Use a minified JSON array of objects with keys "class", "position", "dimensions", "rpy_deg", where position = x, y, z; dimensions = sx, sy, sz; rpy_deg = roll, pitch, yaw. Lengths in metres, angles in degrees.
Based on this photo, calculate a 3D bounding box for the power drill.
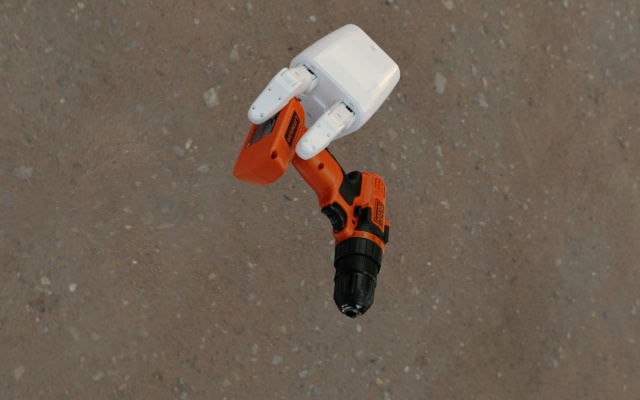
[{"class":"power drill","position":[0.000,0.001,0.482],"dimensions":[0.057,0.184,0.188],"rpy_deg":[-25,-54,30]}]
